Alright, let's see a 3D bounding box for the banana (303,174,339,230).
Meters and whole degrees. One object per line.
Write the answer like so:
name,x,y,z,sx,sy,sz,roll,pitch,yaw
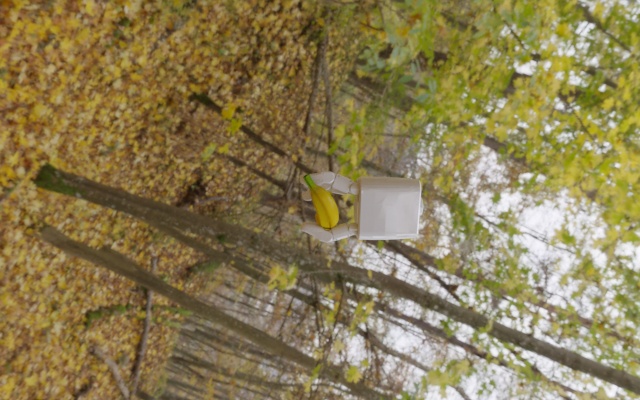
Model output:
banana,0.007,0.017,0.846,0.037,0.069,0.198,-23,-22,-5
